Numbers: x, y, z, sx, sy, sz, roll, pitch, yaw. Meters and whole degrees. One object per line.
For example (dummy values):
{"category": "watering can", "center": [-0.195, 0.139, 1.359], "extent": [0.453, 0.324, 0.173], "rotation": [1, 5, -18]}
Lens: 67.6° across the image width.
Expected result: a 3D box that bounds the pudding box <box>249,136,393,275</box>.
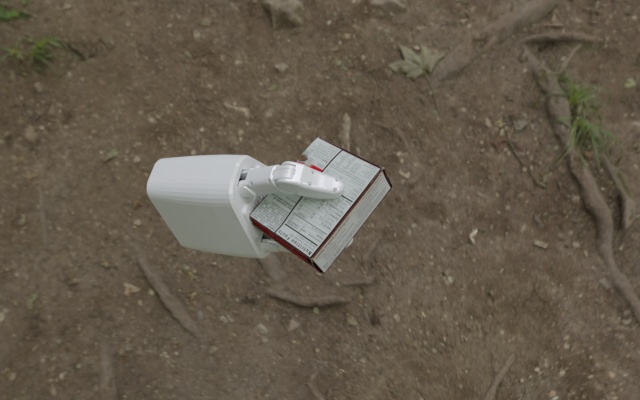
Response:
{"category": "pudding box", "center": [0.000, 0.001, 0.462], "extent": [0.090, 0.113, 0.039], "rotation": [31, -13, 34]}
